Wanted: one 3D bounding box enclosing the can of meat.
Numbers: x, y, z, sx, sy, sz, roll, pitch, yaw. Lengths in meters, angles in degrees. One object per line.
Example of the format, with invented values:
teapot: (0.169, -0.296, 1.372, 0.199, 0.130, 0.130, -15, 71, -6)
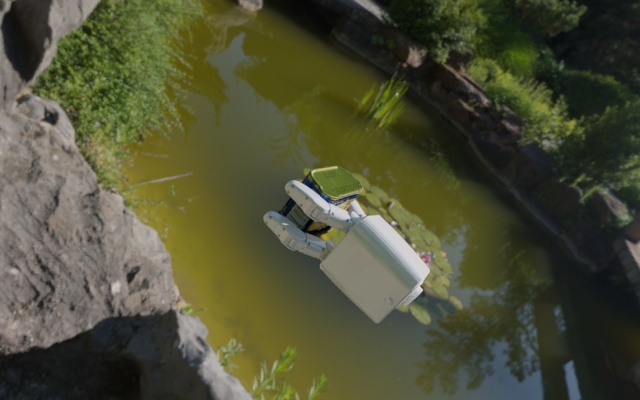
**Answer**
can of meat: (0.000, 0.002, 0.646, 0.084, 0.057, 0.102, -51, -18, 28)
